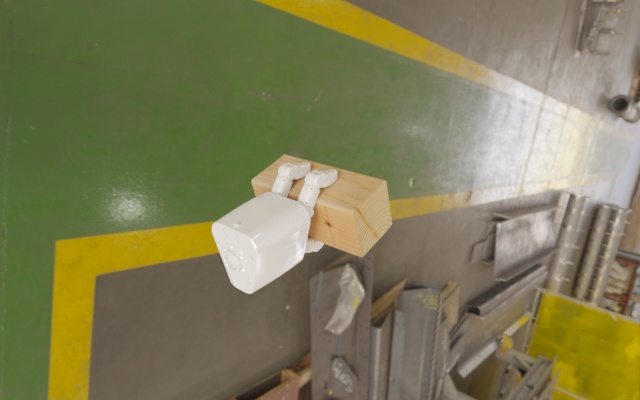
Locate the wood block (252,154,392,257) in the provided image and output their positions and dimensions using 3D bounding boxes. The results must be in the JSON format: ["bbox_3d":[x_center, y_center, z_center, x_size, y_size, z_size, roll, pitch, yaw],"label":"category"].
[{"bbox_3d":[0.000,0.003,0.768,0.206,0.091,0.090,18,46,36],"label":"wood block"}]
